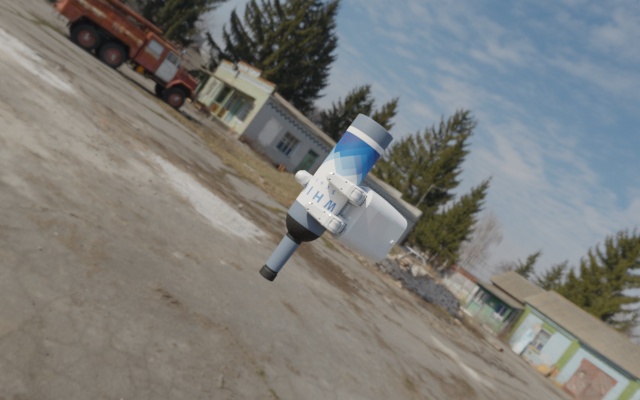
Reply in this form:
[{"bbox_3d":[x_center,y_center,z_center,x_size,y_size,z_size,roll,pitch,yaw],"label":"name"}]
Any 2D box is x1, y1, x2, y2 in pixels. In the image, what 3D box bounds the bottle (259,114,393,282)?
[{"bbox_3d":[0.000,0.002,0.753,0.069,0.296,0.069,36,2,-2],"label":"bottle"}]
